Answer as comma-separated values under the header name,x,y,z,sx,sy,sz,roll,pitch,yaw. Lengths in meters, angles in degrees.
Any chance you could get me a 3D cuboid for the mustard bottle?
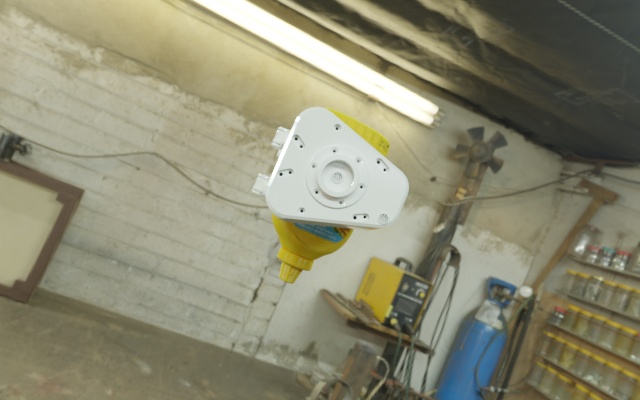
name,x,y,z,sx,sy,sz,roll,pitch,yaw
mustard bottle,0.000,0.001,0.533,0.096,0.191,0.058,24,-2,-26
